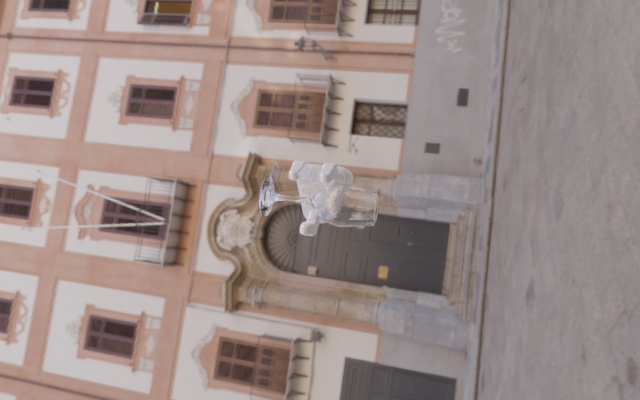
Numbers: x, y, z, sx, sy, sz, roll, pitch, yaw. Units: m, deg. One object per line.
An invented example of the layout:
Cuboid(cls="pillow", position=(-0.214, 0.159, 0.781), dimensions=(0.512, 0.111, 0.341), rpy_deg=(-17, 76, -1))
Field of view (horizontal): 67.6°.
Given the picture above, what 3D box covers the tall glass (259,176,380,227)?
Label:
Cuboid(cls="tall glass", position=(-0.001, 0.003, 0.836), dimensions=(0.201, 0.079, 0.079), rpy_deg=(6, 1, 12))
